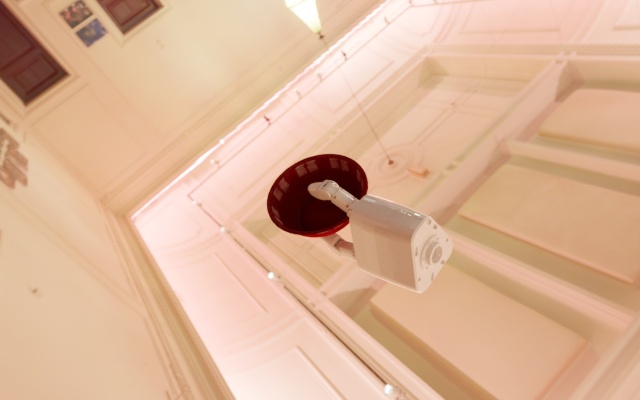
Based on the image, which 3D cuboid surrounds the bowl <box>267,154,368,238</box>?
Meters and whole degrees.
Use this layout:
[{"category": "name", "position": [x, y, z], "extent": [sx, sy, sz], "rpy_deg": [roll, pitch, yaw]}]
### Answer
[{"category": "bowl", "position": [-0.001, 0.002, 0.748], "extent": [0.162, 0.162, 0.055], "rpy_deg": [0, -38, 20]}]
